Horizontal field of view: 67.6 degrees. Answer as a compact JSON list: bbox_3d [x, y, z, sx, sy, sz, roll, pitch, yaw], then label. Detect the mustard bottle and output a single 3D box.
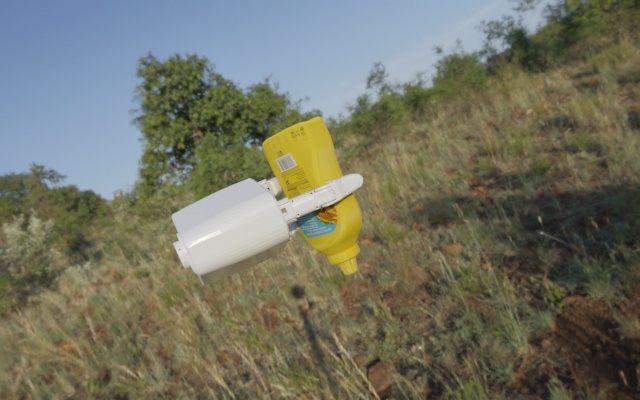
[{"bbox_3d":[0.000,0.002,0.583,0.058,0.191,0.096,-28,7,-41],"label":"mustard bottle"}]
